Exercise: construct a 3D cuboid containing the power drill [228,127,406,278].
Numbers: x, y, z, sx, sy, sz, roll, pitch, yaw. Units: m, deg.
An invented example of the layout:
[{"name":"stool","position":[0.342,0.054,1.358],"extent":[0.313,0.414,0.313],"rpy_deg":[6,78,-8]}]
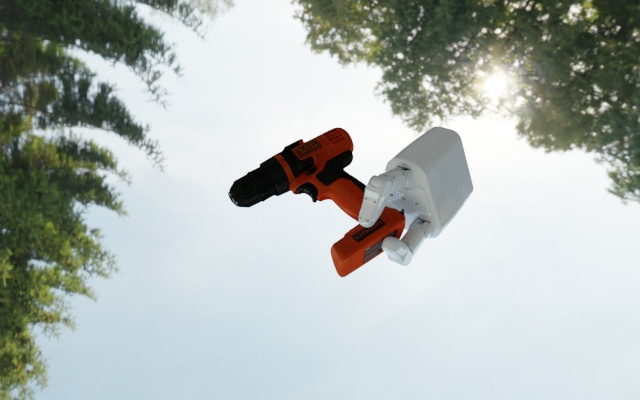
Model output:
[{"name":"power drill","position":[0.001,0.002,0.602],"extent":[0.184,0.187,0.057],"rpy_deg":[-30,-28,-16]}]
